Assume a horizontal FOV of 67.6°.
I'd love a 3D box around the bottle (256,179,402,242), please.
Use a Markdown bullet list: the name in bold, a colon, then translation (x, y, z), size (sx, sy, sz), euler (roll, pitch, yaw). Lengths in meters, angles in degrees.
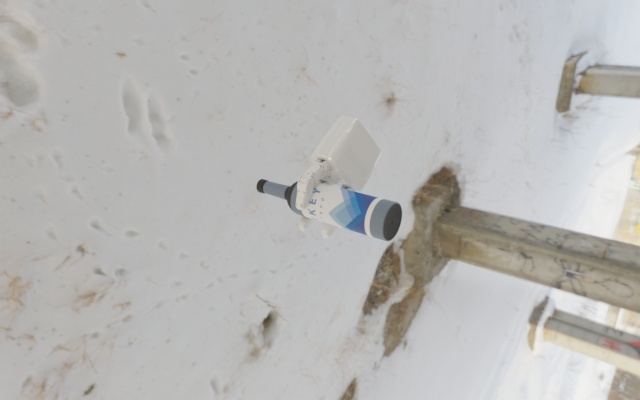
- **bottle**: translation (0.000, 0.003, 0.859), size (0.295, 0.069, 0.069), euler (15, 9, 34)
